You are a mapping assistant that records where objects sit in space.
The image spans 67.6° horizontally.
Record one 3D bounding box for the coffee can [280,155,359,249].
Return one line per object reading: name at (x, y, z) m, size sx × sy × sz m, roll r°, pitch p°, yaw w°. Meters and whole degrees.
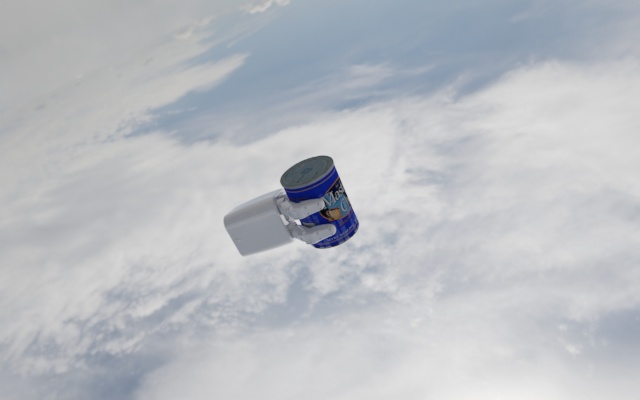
coffee can at (0.000, 0.003, 0.876) m, size 0.103 × 0.140 × 0.102 m, roll -19°, pitch 27°, yaw 10°
